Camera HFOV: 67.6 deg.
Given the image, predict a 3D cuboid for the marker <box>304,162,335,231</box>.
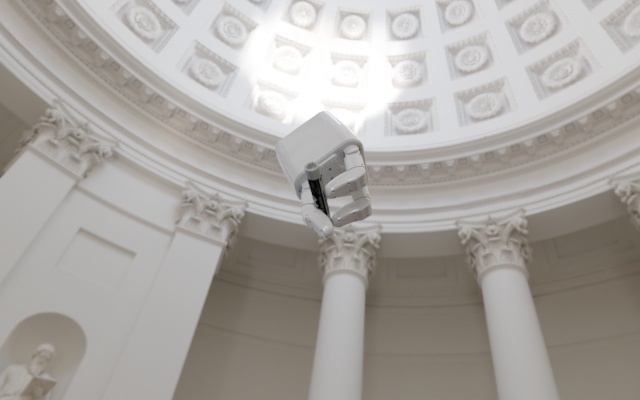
[{"bbox_3d":[0.000,0.002,0.624,0.020,0.121,0.020,-8,41,7],"label":"marker"}]
